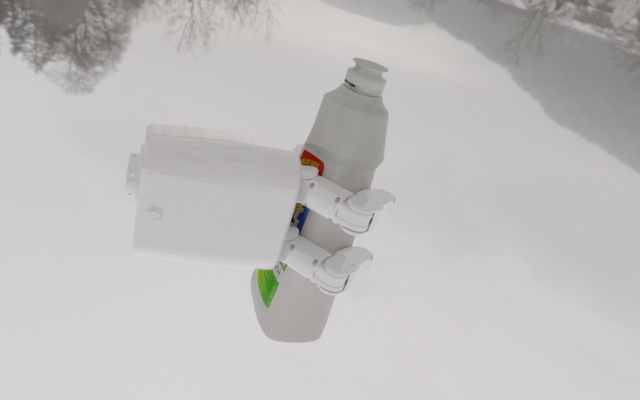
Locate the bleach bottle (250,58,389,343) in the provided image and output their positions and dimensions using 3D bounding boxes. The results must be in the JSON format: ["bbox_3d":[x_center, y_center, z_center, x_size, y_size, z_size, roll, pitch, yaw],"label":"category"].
[{"bbox_3d":[0.000,0.001,0.415,0.068,0.251,0.102,7,29,-20],"label":"bleach bottle"}]
